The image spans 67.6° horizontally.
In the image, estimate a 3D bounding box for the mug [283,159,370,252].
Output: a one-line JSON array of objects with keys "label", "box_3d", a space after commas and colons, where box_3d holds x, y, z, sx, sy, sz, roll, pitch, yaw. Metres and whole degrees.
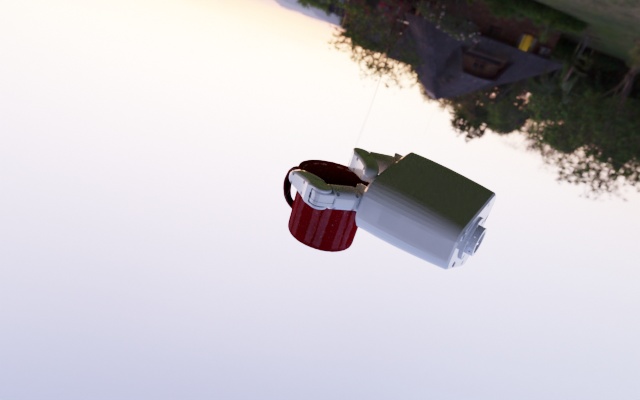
[{"label": "mug", "box_3d": [-0.001, 0.001, 0.564, 0.117, 0.081, 0.093, 29, 24, 28]}]
